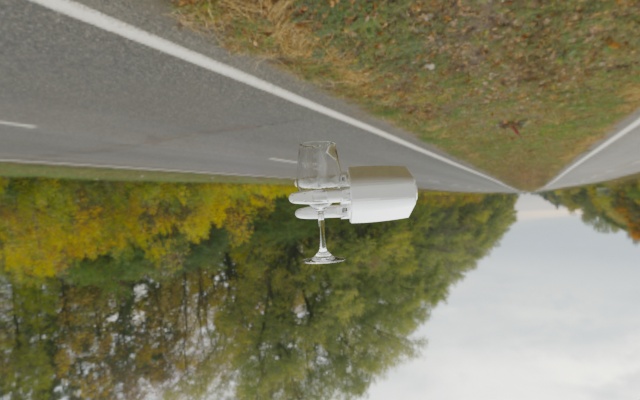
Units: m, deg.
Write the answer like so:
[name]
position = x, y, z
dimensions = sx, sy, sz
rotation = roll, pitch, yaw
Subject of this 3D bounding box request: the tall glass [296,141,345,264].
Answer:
[tall glass]
position = 0.000, 0.003, 0.811
dimensions = 0.079, 0.201, 0.079
rotation = -3, 0, 0
